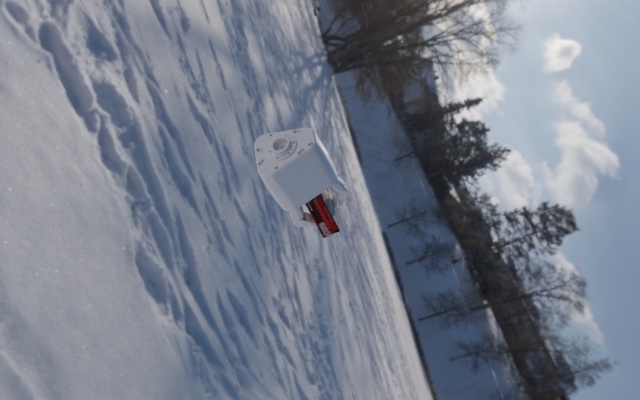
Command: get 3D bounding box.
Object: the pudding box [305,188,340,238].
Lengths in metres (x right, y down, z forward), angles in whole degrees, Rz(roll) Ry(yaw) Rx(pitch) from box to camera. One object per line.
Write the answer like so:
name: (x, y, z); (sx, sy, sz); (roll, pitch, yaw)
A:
pudding box: (0.000, 0.003, 0.891); (0.039, 0.090, 0.113); (-21, 26, 11)
